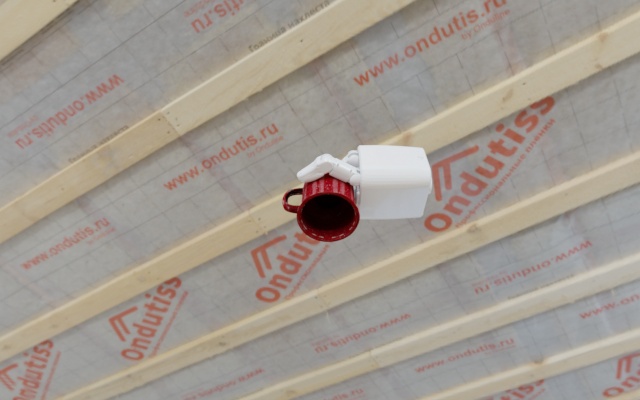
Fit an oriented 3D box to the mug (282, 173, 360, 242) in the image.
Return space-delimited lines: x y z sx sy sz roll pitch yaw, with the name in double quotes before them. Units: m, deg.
"mug" -0.001 0.002 0.733 0.117 0.093 0.081 2 35 0
